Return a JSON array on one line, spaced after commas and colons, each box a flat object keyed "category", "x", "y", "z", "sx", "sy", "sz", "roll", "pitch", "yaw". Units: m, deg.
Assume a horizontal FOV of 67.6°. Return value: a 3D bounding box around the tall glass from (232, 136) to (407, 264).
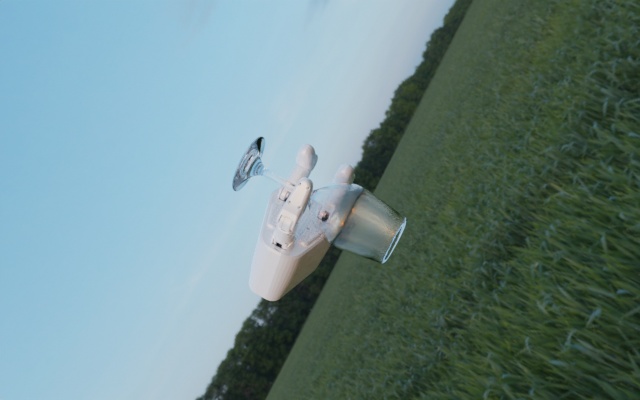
[{"category": "tall glass", "x": -0.001, "y": 0.001, "z": 0.570, "sx": 0.201, "sy": 0.079, "sz": 0.079, "roll": 28, "pitch": 3, "yaw": 6}]
